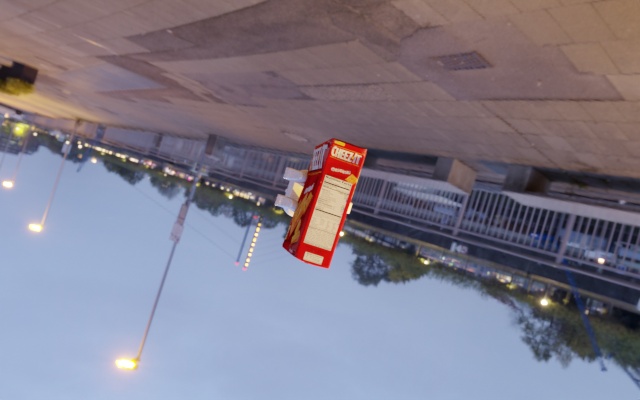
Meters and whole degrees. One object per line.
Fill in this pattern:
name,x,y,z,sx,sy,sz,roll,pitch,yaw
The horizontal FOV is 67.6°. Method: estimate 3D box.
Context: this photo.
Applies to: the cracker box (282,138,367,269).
cracker box,0.000,0.003,0.867,0.072,0.213,0.164,18,-2,-11
